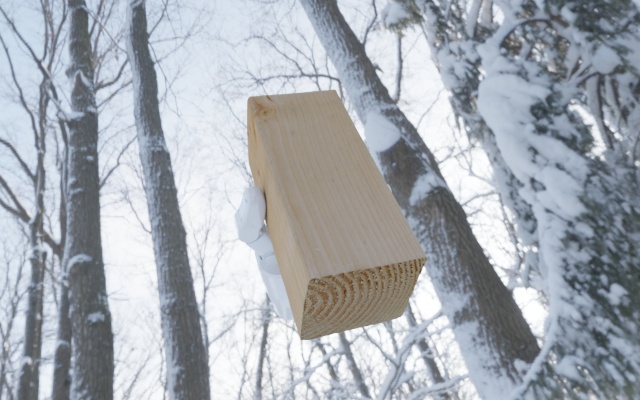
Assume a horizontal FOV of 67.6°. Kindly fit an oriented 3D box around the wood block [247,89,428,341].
[{"bbox_3d":[0.000,0.002,0.419,0.091,0.206,0.090,-9,-41,-16],"label":"wood block"}]
